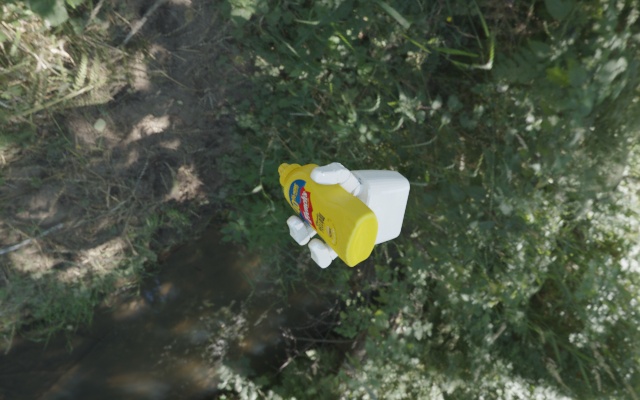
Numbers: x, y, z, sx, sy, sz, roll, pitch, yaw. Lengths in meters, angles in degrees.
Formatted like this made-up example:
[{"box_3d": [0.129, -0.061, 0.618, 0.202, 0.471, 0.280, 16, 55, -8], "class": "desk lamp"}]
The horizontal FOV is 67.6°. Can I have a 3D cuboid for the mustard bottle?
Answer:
[{"box_3d": [0.000, 0.002, 0.689, 0.058, 0.096, 0.191, -27, 51, -26], "class": "mustard bottle"}]
